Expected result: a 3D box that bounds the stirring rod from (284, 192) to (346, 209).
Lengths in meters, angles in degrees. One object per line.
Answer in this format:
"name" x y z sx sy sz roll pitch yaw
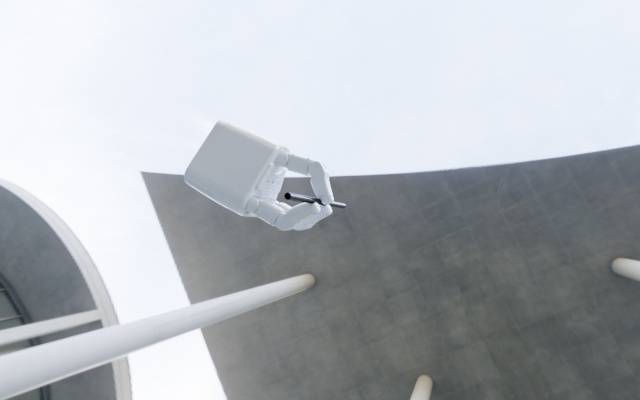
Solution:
"stirring rod" 0.000 0.002 0.641 0.011 0.011 0.239 0 -3 18
